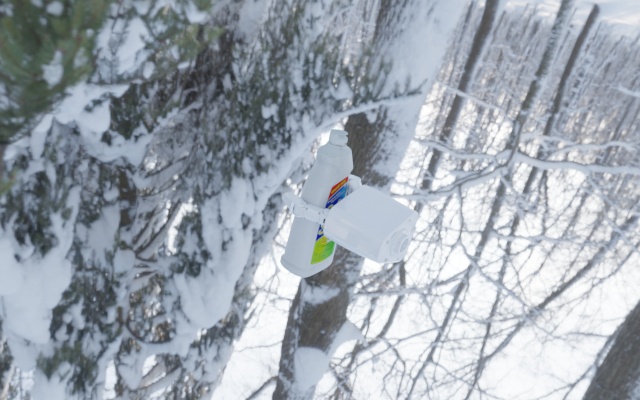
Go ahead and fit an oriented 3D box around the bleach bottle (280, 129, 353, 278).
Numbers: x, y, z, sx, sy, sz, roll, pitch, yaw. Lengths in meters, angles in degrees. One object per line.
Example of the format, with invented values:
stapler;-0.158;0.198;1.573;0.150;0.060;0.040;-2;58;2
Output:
bleach bottle;0.000;0.003;0.813;0.068;0.251;0.102;28;29;31
